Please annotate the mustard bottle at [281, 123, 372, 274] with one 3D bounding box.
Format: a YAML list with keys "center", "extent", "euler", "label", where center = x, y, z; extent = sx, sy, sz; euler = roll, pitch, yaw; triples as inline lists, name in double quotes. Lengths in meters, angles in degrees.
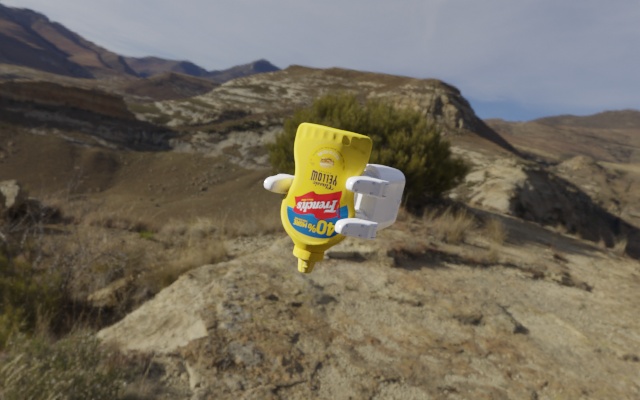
- center: [0.000, 0.002, 0.619]
  extent: [0.096, 0.191, 0.058]
  euler: [14, 9, 5]
  label: "mustard bottle"
